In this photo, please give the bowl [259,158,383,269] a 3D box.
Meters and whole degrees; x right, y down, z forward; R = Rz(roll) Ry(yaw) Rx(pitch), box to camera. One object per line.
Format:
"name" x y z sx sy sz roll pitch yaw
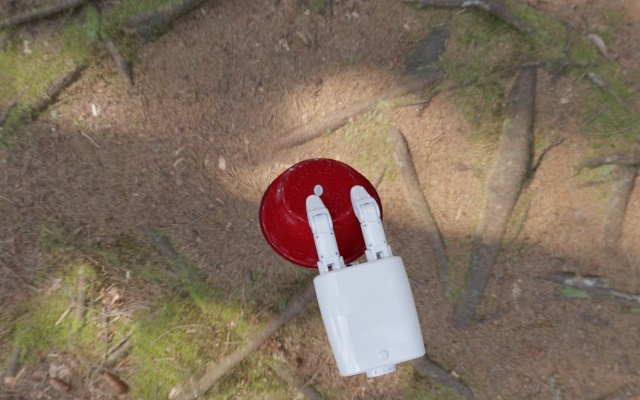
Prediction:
"bowl" -0.001 0.001 0.601 0.162 0.162 0.055 0 -31 1
